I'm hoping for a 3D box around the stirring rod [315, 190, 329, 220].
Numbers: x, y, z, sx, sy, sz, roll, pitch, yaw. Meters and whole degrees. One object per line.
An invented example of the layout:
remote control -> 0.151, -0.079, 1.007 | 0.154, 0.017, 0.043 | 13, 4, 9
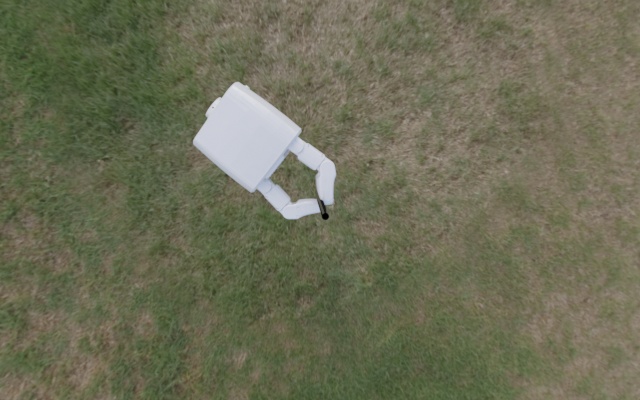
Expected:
stirring rod -> 0.000, 0.002, 0.639 | 0.011, 0.011, 0.239 | 0, 7, -3
